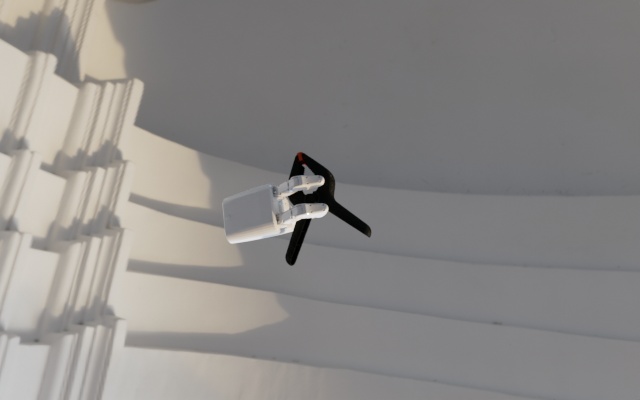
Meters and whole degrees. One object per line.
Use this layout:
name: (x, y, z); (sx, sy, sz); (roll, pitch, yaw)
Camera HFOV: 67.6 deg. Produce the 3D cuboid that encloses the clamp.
clamp: (0.000, 0.003, 0.884); (0.164, 0.210, 0.036); (-14, -20, 14)
